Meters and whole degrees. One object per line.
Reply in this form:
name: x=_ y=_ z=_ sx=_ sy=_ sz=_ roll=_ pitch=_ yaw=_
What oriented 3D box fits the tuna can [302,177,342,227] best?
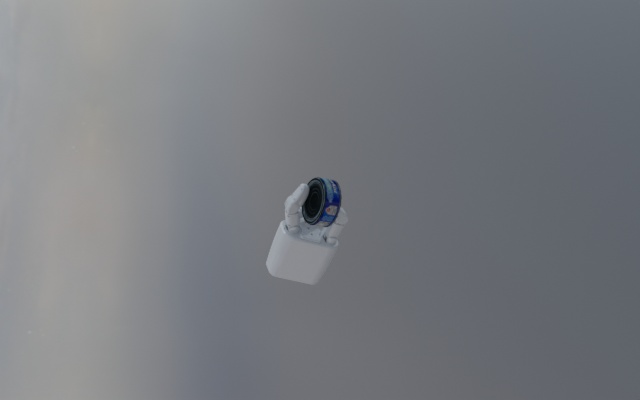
tuna can: x=0.000 y=0.003 z=0.838 sx=0.034 sy=0.086 sz=0.086 roll=9 pitch=-5 yaw=-29
